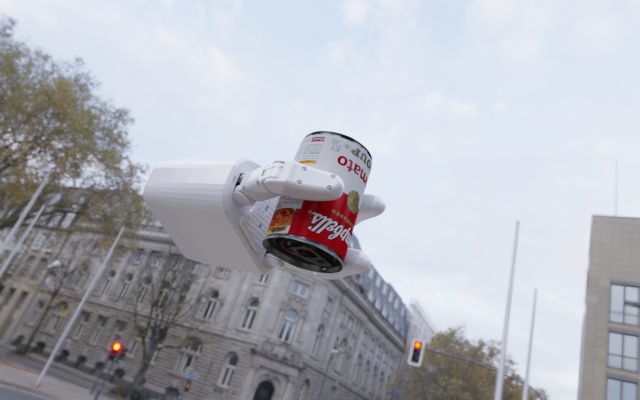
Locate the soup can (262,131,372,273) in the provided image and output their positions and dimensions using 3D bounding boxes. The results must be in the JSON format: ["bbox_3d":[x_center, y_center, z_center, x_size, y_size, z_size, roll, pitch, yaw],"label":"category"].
[{"bbox_3d":[0.001,0.001,0.403,0.068,0.102,0.068,15,-25,7],"label":"soup can"}]
